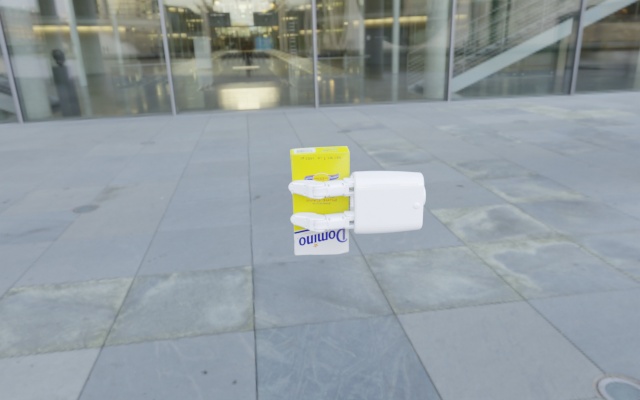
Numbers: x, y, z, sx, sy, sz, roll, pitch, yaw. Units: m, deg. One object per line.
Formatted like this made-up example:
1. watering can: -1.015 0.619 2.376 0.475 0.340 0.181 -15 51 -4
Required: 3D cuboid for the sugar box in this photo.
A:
1. sugar box: 0.000 0.003 0.779 0.093 0.176 0.048 -2 19 -2
